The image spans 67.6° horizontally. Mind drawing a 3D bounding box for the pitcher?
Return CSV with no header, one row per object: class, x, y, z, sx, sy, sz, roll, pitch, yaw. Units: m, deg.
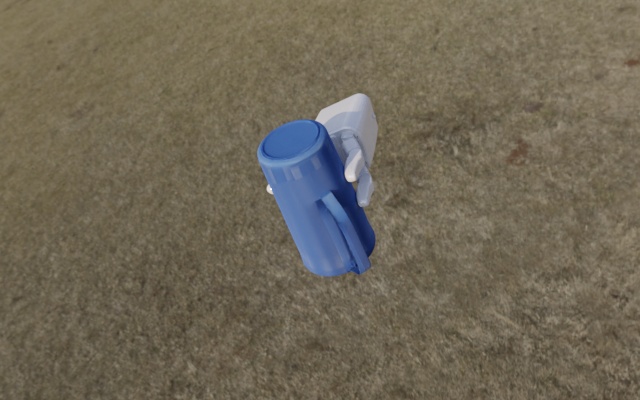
pitcher,0.000,0.002,0.747,0.149,0.145,0.243,-2,-46,25
